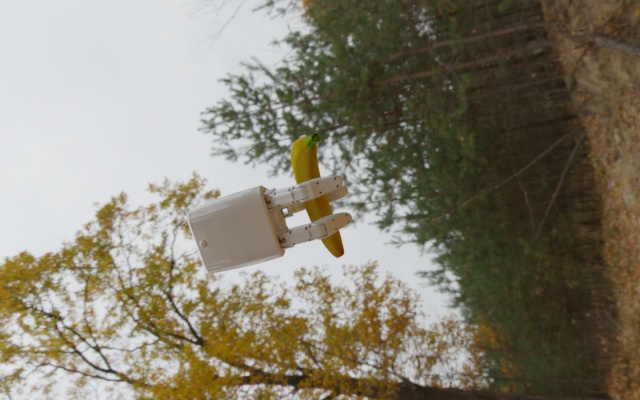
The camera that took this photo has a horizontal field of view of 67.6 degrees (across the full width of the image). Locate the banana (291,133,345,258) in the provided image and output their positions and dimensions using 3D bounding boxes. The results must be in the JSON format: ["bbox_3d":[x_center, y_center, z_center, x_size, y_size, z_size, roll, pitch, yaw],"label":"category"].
[{"bbox_3d":[-0.007,-0.009,0.654,0.037,0.198,0.069,-22,33,-11],"label":"banana"}]
